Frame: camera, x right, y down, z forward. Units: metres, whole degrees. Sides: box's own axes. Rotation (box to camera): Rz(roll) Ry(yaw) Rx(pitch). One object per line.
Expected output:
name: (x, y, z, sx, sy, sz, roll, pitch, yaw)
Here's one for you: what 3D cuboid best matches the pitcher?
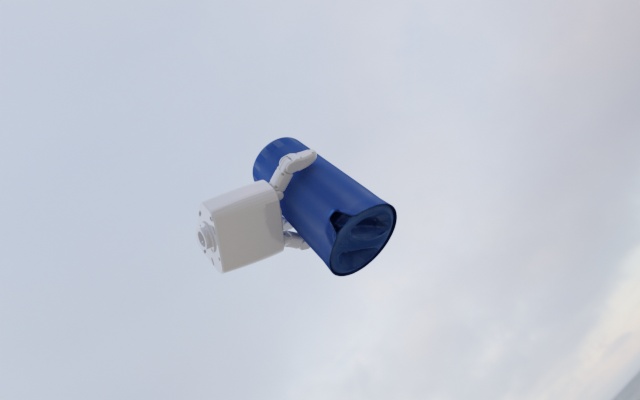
pitcher: (0.000, 0.003, 0.776, 0.145, 0.149, 0.242, -20, 46, -33)
